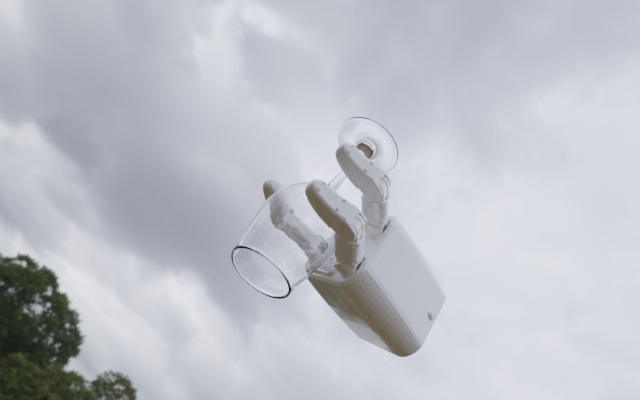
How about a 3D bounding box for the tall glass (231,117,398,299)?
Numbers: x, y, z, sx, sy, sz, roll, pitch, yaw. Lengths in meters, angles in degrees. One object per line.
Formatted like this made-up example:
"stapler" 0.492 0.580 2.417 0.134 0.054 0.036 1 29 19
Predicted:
"tall glass" 0.000 0.001 0.463 0.079 0.079 0.201 0 37 41
